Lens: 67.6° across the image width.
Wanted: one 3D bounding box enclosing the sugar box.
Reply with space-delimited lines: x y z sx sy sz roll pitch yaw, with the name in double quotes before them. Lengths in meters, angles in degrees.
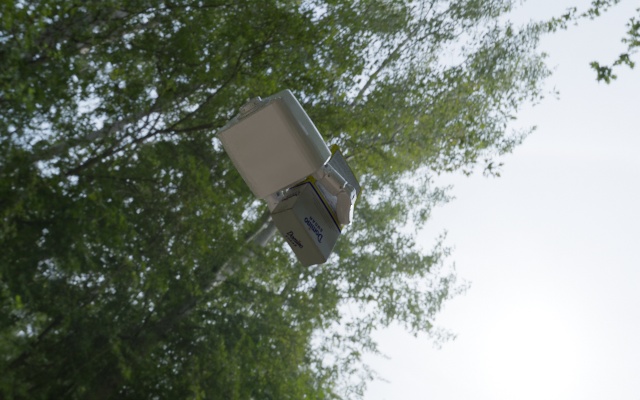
"sugar box" 0.000 0.002 0.679 0.048 0.093 0.176 -16 25 35
